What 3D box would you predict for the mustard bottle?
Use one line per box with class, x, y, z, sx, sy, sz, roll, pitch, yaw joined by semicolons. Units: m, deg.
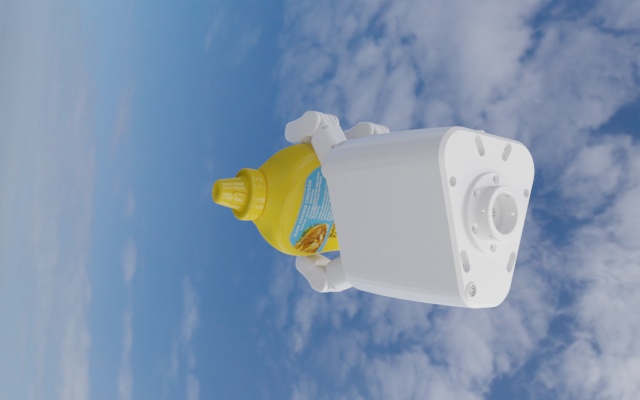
mustard bottle;0.000;0.001;0.414;0.191;0.096;0.058;6;20;-34
